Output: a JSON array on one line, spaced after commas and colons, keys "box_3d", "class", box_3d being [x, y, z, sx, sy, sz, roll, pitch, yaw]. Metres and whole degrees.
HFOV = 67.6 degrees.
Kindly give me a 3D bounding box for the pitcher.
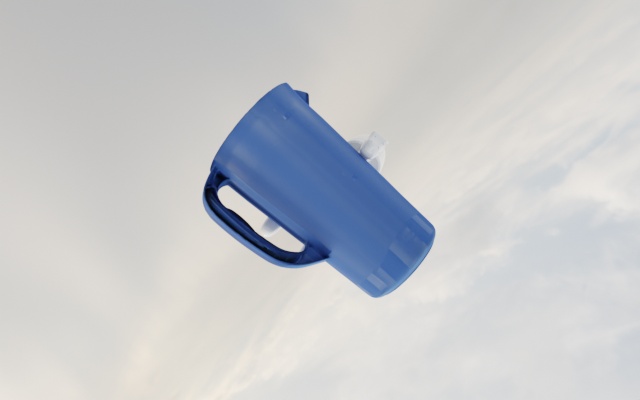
[{"box_3d": [0.000, 0.002, 0.535, 0.243, 0.149, 0.145, 41, 18, 0], "class": "pitcher"}]
